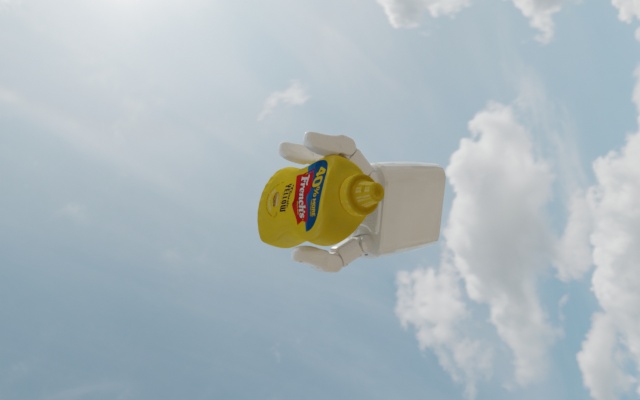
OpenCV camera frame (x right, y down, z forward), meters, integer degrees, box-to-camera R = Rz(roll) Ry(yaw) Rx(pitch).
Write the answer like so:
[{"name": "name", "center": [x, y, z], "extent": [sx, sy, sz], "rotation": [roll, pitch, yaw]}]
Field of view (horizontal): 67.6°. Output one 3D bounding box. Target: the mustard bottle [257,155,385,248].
[{"name": "mustard bottle", "center": [0.000, 0.002, 0.518], "extent": [0.058, 0.096, 0.191], "rotation": [22, -17, -31]}]
